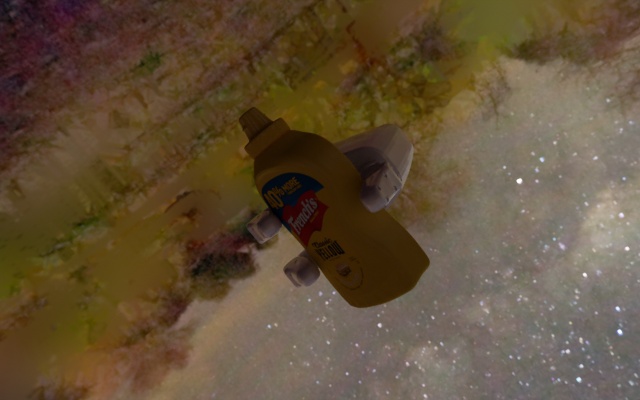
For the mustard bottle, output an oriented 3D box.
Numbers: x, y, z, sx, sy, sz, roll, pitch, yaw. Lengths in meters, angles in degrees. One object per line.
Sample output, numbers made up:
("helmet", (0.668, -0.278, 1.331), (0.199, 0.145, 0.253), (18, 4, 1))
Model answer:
("mustard bottle", (0.000, 0.002, 0.402), (0.058, 0.191, 0.096), (-44, 8, -35))
